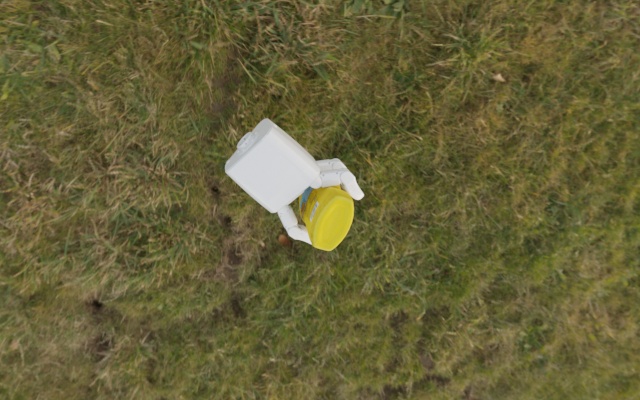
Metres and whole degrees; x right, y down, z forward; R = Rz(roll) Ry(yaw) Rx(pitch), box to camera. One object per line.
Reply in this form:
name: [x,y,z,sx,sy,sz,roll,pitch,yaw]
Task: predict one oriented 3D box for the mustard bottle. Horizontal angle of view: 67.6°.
mustard bottle: [0.000,0.003,0.819,0.058,0.096,0.191,16,17,-18]
